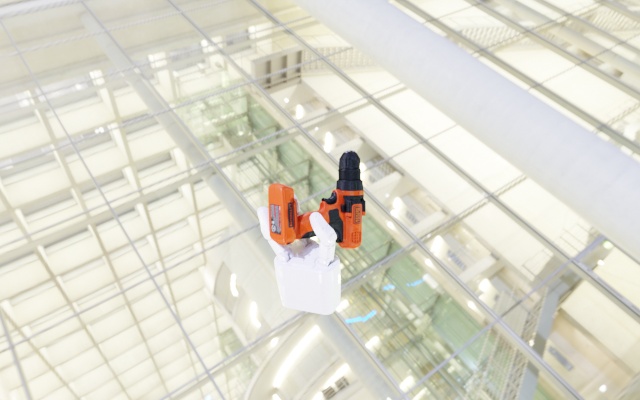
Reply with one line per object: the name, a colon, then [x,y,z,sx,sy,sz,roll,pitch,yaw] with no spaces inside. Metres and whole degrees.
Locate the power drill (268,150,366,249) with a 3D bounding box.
power drill: [0.000,0.003,0.854,0.187,0.184,0.057,-4,5,-33]
